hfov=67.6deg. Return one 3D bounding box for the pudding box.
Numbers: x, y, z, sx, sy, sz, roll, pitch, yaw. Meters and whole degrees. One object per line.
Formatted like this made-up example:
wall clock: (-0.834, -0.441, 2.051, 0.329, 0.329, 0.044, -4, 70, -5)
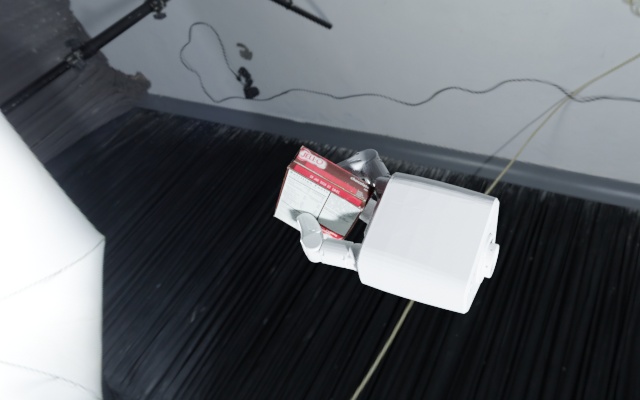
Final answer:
pudding box: (0.000, 0.002, 0.532, 0.090, 0.039, 0.114, 31, -33, 4)
